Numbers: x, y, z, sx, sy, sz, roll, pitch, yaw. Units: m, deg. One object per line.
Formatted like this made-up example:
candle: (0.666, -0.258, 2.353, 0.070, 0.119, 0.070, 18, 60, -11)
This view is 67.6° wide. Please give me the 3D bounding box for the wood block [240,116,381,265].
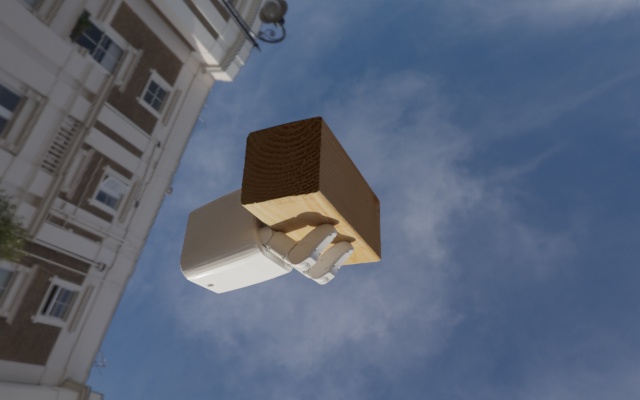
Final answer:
wood block: (0.000, 0.002, 0.567, 0.090, 0.090, 0.206, -10, -28, 21)
